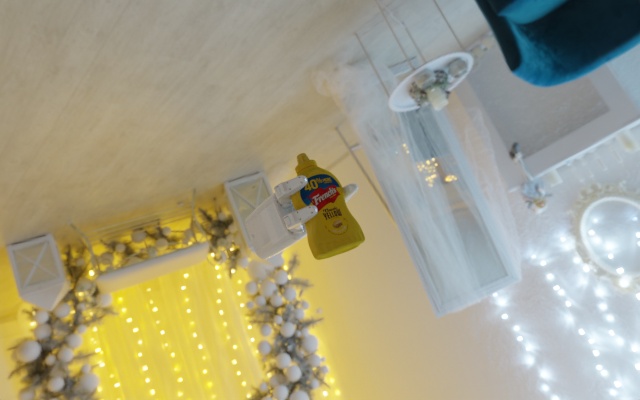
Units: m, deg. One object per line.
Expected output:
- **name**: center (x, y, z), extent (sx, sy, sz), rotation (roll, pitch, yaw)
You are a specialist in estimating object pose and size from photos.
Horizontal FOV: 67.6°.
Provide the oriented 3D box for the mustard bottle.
- **mustard bottle**: center (0.000, 0.003, 0.844), extent (0.096, 0.191, 0.058), rotation (-16, -17, -25)
